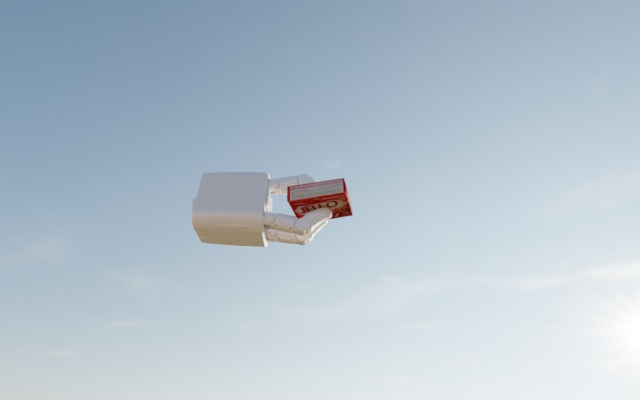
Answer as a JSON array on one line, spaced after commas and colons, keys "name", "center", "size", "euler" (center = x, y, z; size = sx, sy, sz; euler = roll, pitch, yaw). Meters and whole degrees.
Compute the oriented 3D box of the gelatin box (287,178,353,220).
[{"name": "gelatin box", "center": [0.000, 0.002, 0.728], "size": [0.089, 0.030, 0.073], "euler": [-9, -31, 8]}]
